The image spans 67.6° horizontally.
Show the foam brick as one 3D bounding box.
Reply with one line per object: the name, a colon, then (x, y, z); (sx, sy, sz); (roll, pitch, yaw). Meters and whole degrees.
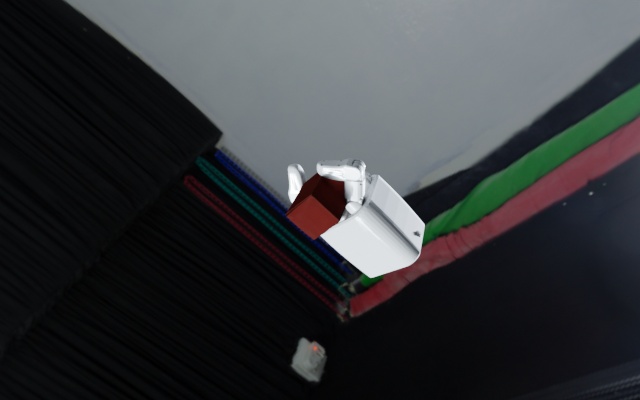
foam brick: (0.000, 0.002, 0.621); (0.053, 0.051, 0.078); (-37, 16, 35)
